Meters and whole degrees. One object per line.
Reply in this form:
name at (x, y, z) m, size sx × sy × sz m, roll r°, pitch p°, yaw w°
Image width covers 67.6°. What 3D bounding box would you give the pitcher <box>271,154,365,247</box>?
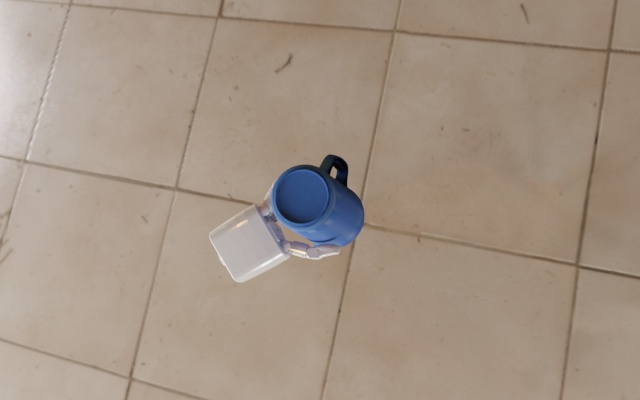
pitcher at (0.000, 0.003, 0.858) m, size 0.145 × 0.149 × 0.243 m, roll -29°, pitch -14°, yaw 7°
